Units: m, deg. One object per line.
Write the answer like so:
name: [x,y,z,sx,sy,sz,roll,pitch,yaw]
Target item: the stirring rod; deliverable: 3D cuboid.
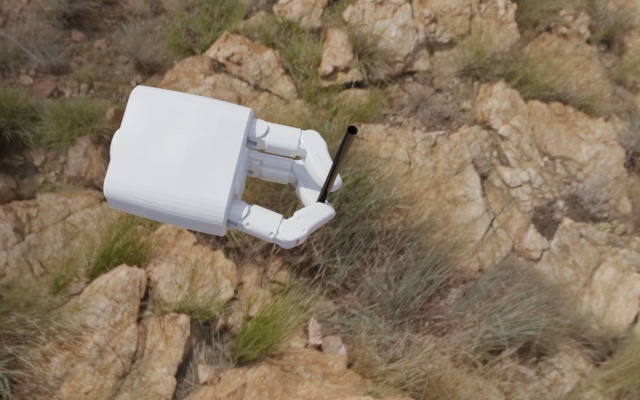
stirring rod: [0.000,0.002,0.446,0.011,0.011,0.240,0,-25,-12]
